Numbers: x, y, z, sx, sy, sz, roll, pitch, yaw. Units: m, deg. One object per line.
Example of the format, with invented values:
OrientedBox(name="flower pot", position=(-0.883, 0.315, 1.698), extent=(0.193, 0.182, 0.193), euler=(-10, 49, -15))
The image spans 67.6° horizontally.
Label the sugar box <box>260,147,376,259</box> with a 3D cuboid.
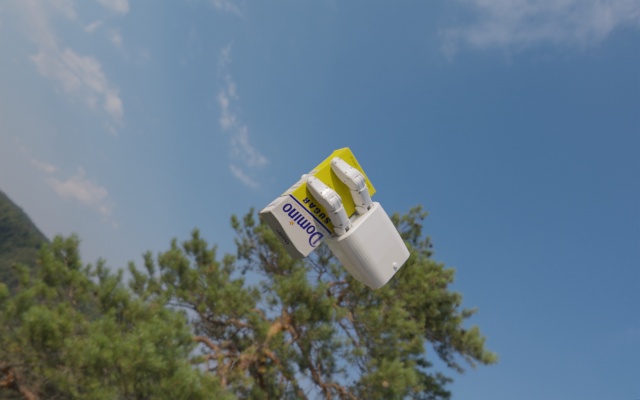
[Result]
OrientedBox(name="sugar box", position=(0.001, 0.002, 0.751), extent=(0.176, 0.093, 0.048), euler=(-43, 16, -29))
